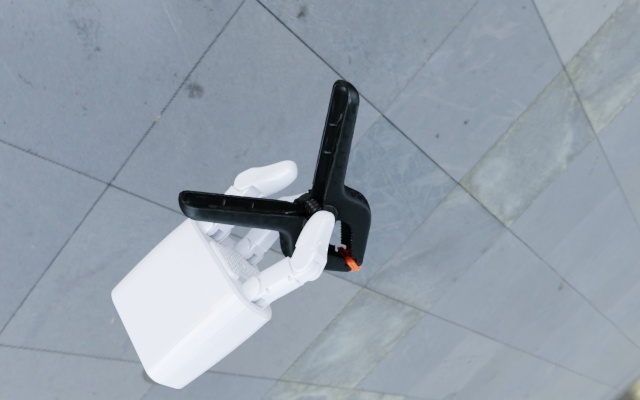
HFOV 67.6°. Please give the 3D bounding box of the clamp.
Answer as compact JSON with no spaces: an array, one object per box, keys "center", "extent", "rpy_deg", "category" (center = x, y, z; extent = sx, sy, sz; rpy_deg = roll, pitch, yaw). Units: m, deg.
[{"center":[0.000,0.002,0.433],"extent":[0.210,0.164,0.036],"rpy_deg":[45,7,-47],"category":"clamp"}]
